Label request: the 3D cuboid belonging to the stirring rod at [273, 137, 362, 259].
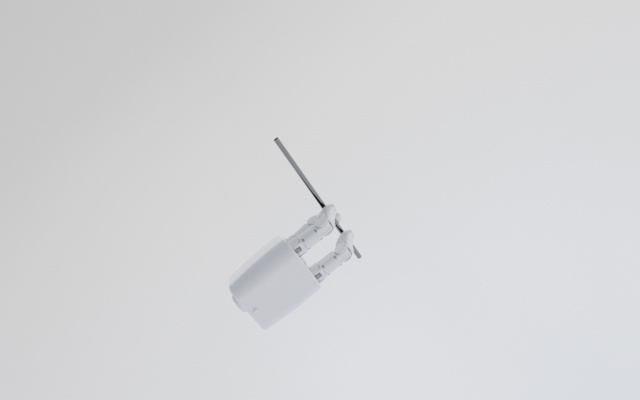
[{"bbox_3d":[0.000,0.002,0.725,0.011,0.240,0.011,-28,25,15],"label":"stirring rod"}]
